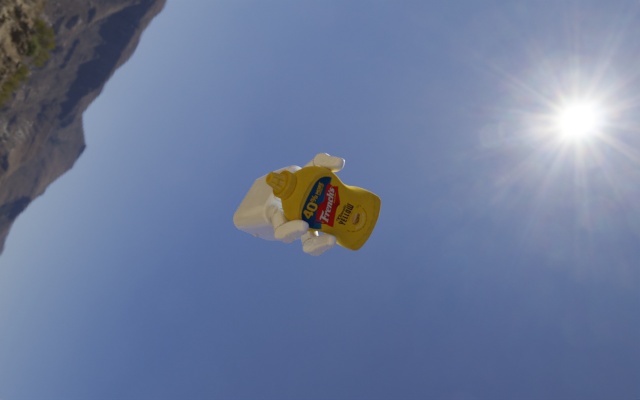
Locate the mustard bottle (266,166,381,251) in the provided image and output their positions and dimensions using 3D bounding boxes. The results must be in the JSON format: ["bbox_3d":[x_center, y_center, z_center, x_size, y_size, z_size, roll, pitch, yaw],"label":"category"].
[{"bbox_3d":[0.001,0.002,0.711,0.192,0.096,0.058,26,1,-34],"label":"mustard bottle"}]
